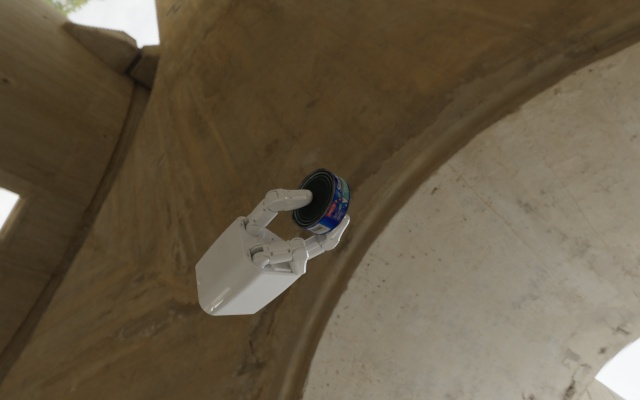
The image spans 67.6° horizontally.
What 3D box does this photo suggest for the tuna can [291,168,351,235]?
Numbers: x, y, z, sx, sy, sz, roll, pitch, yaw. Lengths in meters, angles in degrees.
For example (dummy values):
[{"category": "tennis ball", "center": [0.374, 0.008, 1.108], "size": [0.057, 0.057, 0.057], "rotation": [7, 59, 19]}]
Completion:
[{"category": "tuna can", "center": [0.001, 0.002, 0.644], "size": [0.034, 0.086, 0.086], "rotation": [27, -16, -34]}]
